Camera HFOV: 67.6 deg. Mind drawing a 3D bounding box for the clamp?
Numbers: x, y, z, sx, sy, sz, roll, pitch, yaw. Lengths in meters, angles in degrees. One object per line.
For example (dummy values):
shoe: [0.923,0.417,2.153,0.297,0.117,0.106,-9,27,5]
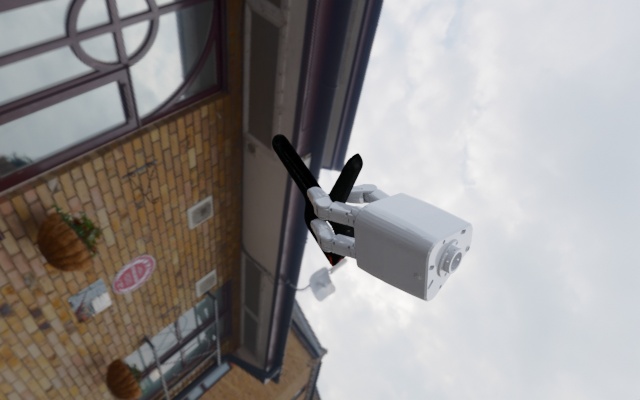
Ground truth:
clamp: [0.001,0.002,0.695,0.036,0.210,0.164,-34,43,-32]
